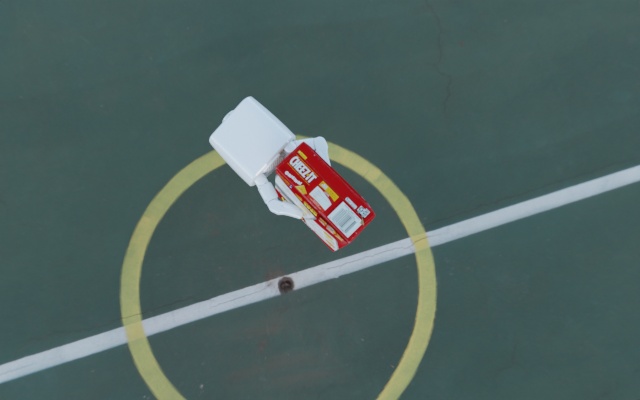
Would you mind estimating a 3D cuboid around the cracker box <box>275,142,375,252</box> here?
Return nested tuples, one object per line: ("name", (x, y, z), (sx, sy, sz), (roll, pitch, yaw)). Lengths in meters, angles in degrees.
("cracker box", (0.000, 0.003, 0.827), (0.072, 0.164, 0.214), (-44, -3, -10))
